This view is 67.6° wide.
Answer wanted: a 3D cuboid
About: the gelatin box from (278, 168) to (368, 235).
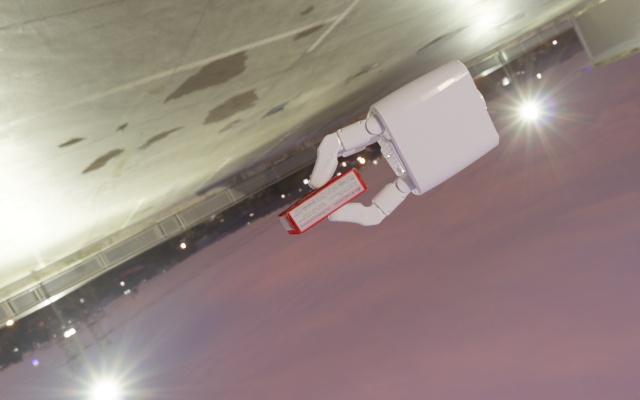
[{"bbox_3d":[0.000,0.002,0.521,0.089,0.030,0.073,-34,4,-12],"label":"gelatin box"}]
